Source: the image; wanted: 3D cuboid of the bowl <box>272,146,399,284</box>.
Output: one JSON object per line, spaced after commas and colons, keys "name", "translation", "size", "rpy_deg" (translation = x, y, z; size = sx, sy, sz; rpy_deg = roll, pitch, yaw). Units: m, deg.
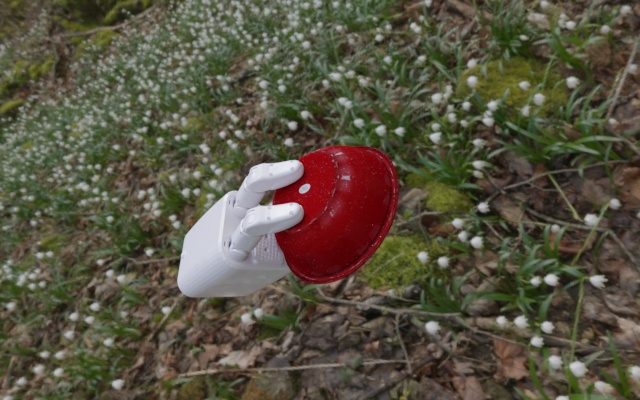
{"name": "bowl", "translation": [0.001, 0.001, 0.495], "size": [0.162, 0.162, 0.055], "rpy_deg": [0, -26, 47]}
